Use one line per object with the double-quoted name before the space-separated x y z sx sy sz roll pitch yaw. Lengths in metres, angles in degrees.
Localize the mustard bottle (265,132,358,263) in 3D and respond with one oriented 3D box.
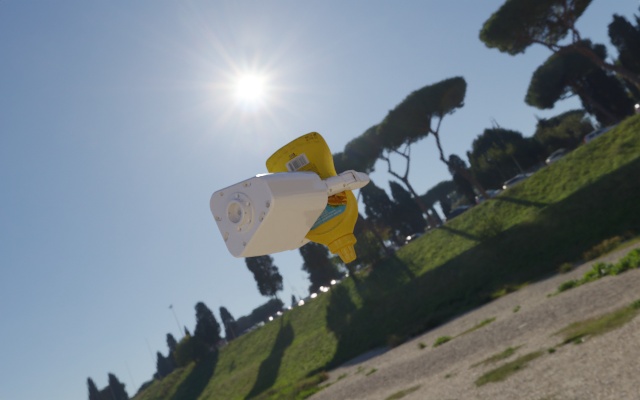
"mustard bottle" 0.000 0.002 0.693 0.096 0.191 0.058 -30 -15 9
